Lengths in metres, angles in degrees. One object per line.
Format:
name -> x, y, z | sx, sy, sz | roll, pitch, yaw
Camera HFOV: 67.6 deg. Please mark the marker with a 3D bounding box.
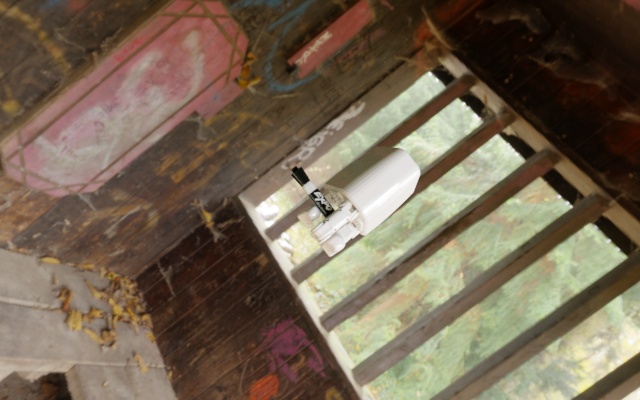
marker -> 0.000, 0.002, 0.662 | 0.020, 0.121, 0.020 | -38, 2, 2
